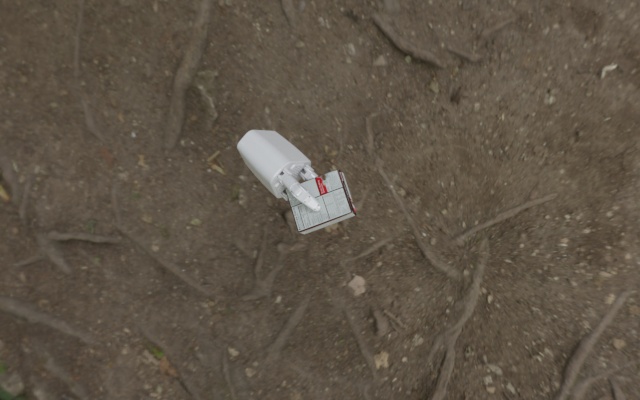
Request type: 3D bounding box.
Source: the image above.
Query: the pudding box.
[{"bbox_3d":[0.000,0.003,0.885,0.113,0.090,0.039,-21,-13,14],"label":"pudding box"}]
